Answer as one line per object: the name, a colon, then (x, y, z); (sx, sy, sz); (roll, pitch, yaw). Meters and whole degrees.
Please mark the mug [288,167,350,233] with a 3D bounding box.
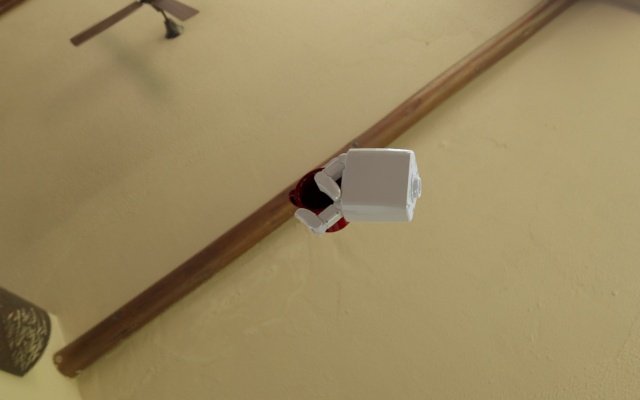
mug: (-0.001, 0.003, 0.837); (0.117, 0.093, 0.082); (2, -33, 22)
